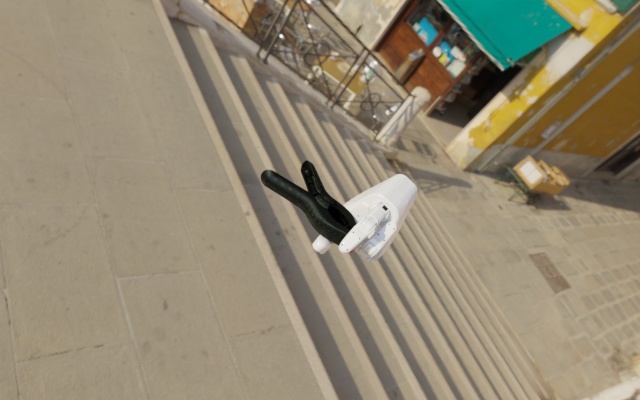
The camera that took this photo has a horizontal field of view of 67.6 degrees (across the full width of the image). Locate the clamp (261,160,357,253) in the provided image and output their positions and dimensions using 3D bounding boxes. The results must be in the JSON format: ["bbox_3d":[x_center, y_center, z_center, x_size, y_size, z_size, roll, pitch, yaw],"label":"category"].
[{"bbox_3d":[0.000,0.002,0.717,0.039,0.171,0.120,-50,-7,36],"label":"clamp"}]
